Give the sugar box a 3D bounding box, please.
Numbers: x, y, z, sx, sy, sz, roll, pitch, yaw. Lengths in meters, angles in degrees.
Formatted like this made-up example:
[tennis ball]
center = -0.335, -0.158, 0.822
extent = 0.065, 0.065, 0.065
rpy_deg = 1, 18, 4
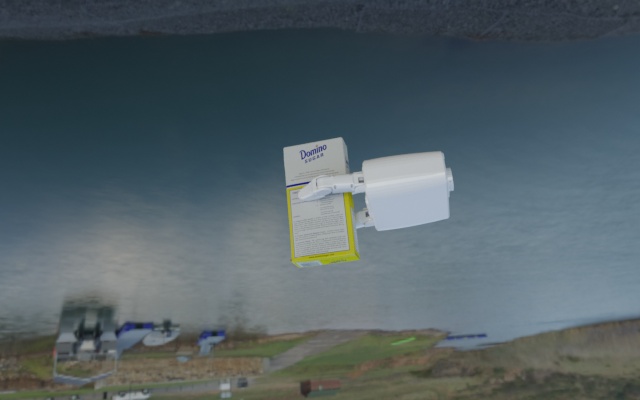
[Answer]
[sugar box]
center = 0.000, 0.003, 0.691
extent = 0.093, 0.176, 0.048
rpy_deg = -8, -21, 11
